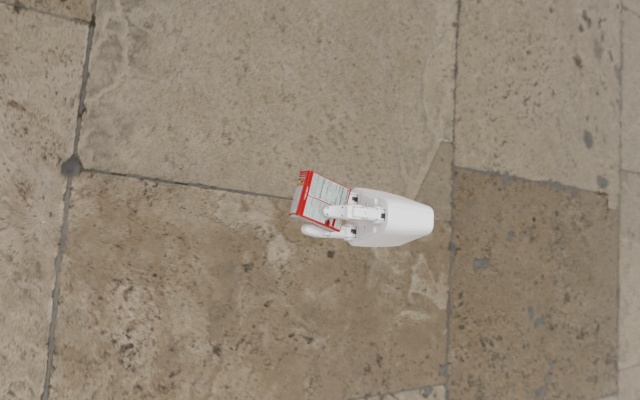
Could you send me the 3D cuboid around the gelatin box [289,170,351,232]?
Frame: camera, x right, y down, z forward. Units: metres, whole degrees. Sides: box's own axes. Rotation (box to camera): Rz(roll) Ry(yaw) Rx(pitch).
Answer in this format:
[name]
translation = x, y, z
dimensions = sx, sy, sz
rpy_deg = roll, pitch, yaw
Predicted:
[gelatin box]
translation = 0.000, 0.002, 0.742
dimensions = 0.089, 0.073, 0.030
rpy_deg = 23, -15, -35
